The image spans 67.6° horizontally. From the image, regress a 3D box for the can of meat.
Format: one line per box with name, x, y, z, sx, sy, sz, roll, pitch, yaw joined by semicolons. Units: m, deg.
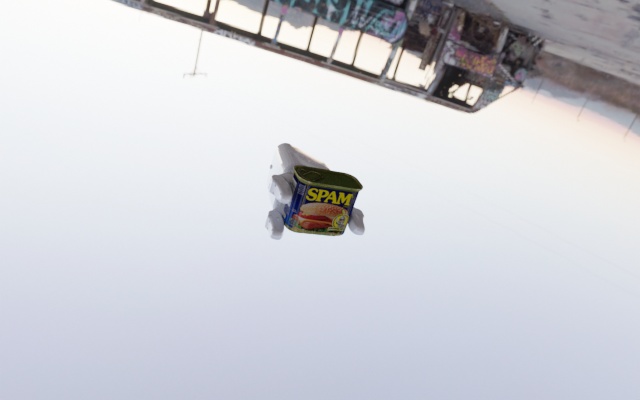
can of meat;0.000;0.003;0.700;0.102;0.084;0.057;8;25;-23
